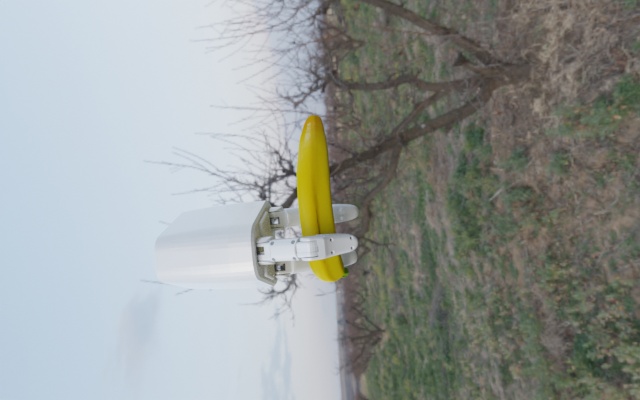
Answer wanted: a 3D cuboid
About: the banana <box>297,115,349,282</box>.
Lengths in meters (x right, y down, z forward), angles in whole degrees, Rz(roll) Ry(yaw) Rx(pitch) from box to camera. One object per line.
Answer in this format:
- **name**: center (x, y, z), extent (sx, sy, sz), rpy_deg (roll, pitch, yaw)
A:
- **banana**: center (-0.002, 0.012, 0.509), extent (0.037, 0.198, 0.069), rpy_deg (-5, 22, 10)
